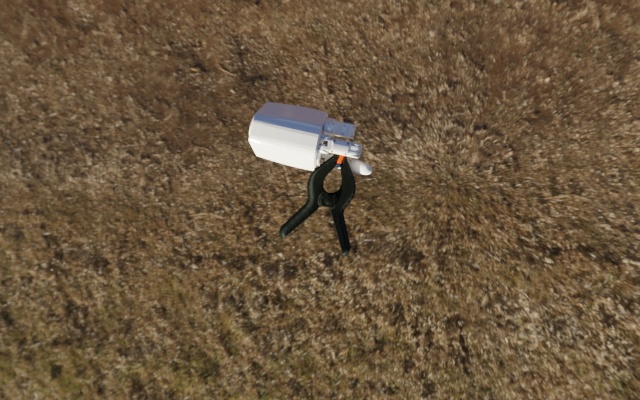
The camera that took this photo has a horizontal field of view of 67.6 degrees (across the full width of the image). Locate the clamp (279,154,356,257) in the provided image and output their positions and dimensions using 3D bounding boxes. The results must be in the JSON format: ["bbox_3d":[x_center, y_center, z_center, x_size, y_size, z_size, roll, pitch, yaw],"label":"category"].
[{"bbox_3d":[0.000,0.003,0.778,0.120,0.171,0.039,7,7,-10],"label":"clamp"}]
